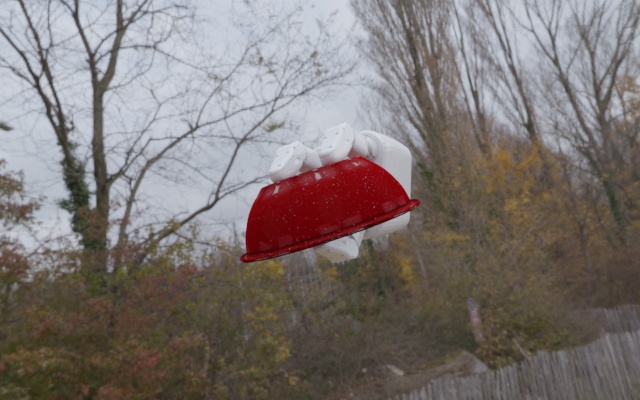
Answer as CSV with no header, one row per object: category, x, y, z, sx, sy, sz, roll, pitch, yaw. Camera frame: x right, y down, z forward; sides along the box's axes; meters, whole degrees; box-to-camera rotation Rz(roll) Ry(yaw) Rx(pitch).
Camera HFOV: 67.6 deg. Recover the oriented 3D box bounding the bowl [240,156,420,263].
bowl,0.000,0.001,0.411,0.162,0.055,0.162,-18,2,1
